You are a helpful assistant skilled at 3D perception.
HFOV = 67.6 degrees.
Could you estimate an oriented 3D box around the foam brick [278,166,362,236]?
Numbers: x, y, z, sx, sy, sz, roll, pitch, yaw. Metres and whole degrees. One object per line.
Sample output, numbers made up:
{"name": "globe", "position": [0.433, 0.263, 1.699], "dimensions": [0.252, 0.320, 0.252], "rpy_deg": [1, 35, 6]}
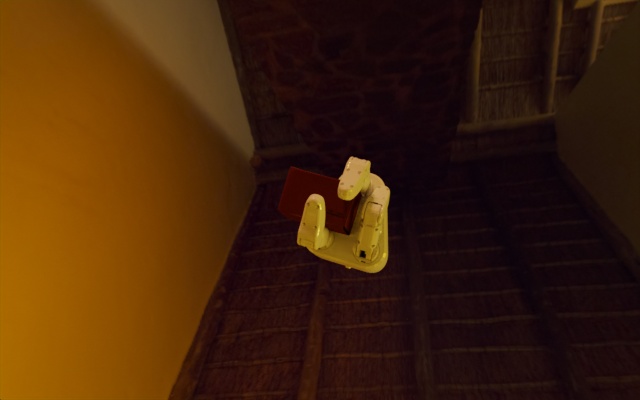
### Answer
{"name": "foam brick", "position": [0.000, 0.002, 0.533], "dimensions": [0.078, 0.053, 0.051], "rpy_deg": [16, -9, 13]}
